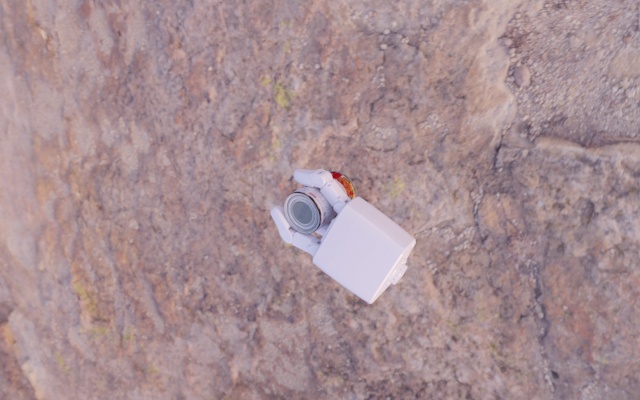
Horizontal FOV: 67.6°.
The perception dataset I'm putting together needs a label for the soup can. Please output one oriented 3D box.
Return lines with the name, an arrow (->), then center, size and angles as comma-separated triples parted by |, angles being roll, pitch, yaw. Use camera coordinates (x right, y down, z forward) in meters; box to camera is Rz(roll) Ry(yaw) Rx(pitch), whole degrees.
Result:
soup can -> 0.000, 0.002, 0.730 | 0.068, 0.068, 0.102 | 0, 20, 36
